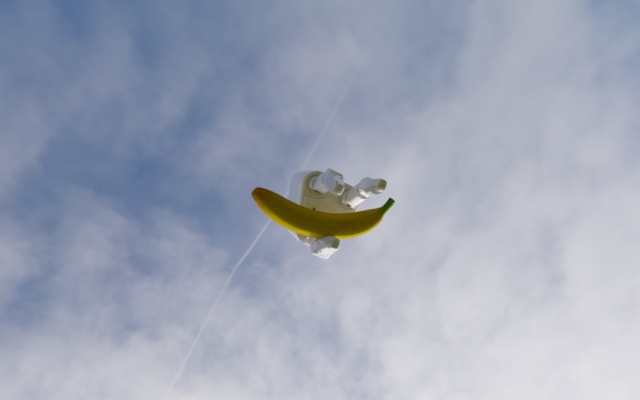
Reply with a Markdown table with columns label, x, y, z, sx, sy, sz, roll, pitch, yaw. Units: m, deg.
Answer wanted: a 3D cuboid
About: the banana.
| label | x | y | z | sx | sy | sz | roll | pitch | yaw |
| --- | --- | --- | --- | --- | --- | --- | --- | --- | --- |
| banana | 0.001 | 0.020 | 0.658 | 0.198 | 0.070 | 0.037 | 3 | 14 | -14 |
